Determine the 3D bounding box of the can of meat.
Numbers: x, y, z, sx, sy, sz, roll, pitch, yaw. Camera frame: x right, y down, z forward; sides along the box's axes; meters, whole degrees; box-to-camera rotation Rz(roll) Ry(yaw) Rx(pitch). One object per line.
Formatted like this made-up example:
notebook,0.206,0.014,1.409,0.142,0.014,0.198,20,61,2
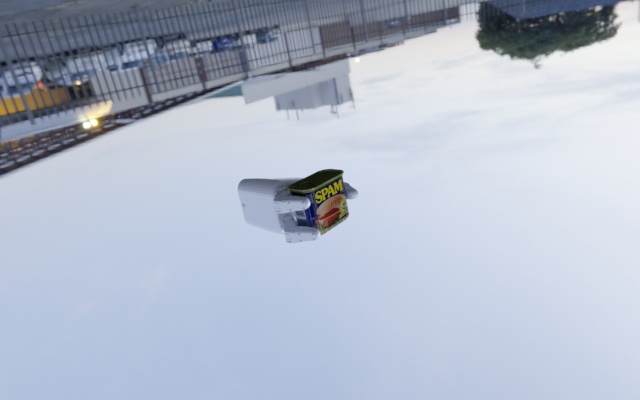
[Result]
can of meat,0.000,0.003,0.803,0.057,0.084,0.102,7,26,42
